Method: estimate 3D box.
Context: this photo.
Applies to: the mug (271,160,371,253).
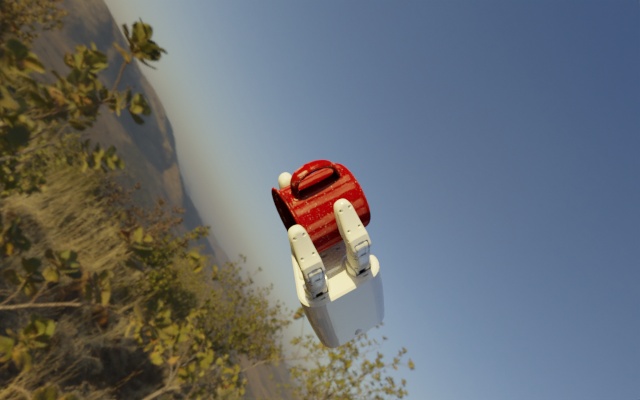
[{"bbox_3d":[0.000,0.001,0.524,0.081,0.117,0.093,-27,46,-13],"label":"mug"}]
